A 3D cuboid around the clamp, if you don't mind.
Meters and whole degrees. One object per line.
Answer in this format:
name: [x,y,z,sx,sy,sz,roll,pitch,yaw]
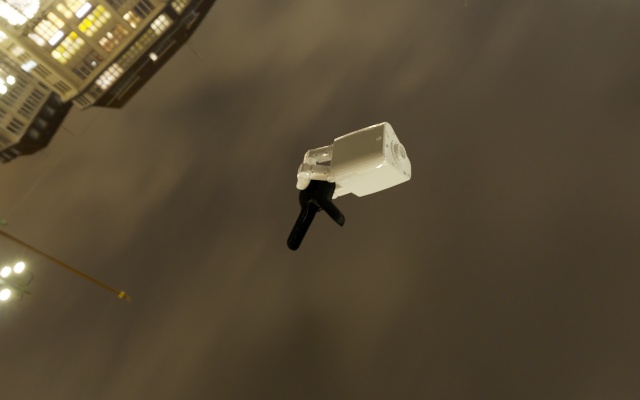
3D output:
clamp: [0.000,0.003,0.848,0.120,0.171,0.039,-17,-43,31]
